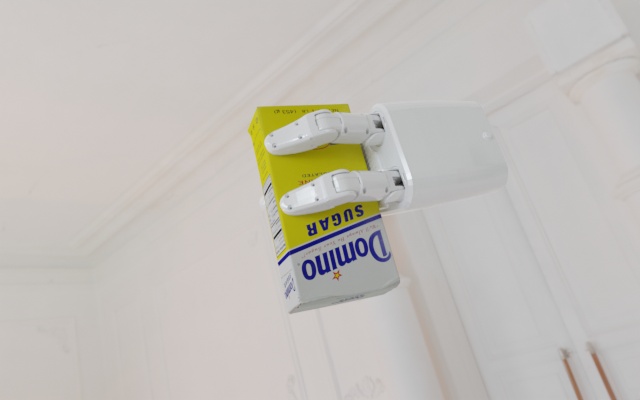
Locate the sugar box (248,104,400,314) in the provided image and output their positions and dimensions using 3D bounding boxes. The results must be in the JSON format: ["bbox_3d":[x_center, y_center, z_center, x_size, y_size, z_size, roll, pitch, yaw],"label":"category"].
[{"bbox_3d":[0.000,0.001,0.418,0.093,0.176,0.048,-7,-22,-22],"label":"sugar box"}]
